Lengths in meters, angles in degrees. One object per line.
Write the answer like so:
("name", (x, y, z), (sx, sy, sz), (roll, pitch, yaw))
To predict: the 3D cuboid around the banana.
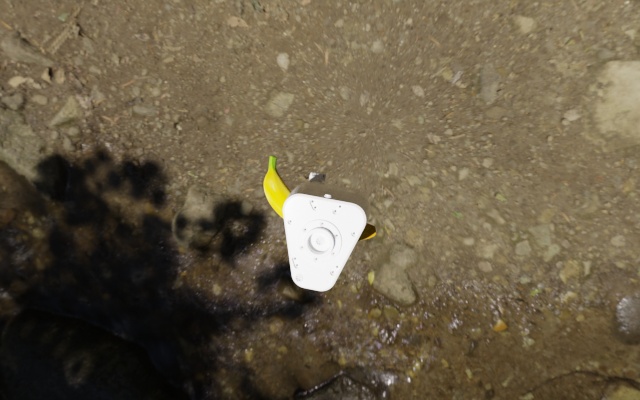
("banana", (-0.013, 0.015, 0.715), (0.198, 0.069, 0.037), (35, 10, 0))
